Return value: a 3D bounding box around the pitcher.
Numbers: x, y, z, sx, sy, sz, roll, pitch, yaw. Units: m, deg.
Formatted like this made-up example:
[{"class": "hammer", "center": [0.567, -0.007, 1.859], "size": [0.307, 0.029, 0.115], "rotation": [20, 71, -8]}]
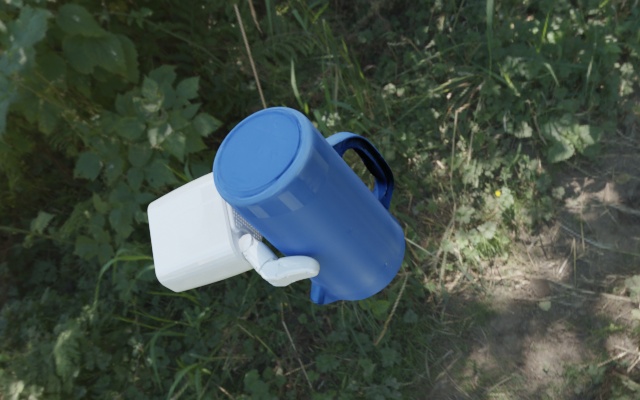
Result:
[{"class": "pitcher", "center": [0.000, 0.002, 0.527], "size": [0.145, 0.149, 0.243], "rotation": [-21, -36, 17]}]
